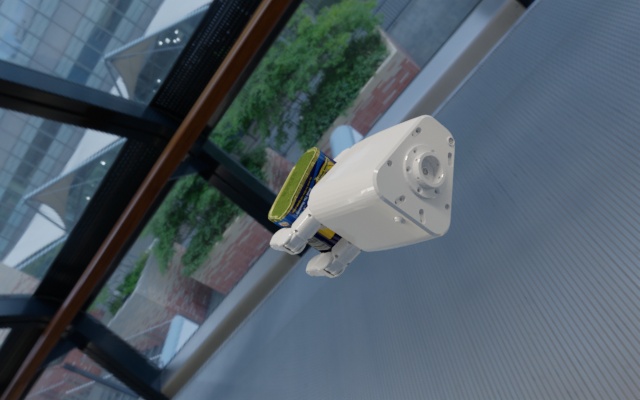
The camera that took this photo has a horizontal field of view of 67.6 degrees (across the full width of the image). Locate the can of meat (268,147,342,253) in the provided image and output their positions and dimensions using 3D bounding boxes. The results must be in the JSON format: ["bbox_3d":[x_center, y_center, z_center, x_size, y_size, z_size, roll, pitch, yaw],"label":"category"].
[{"bbox_3d":[0.000,0.002,0.551,0.084,0.102,0.057,34,-22,-21],"label":"can of meat"}]
